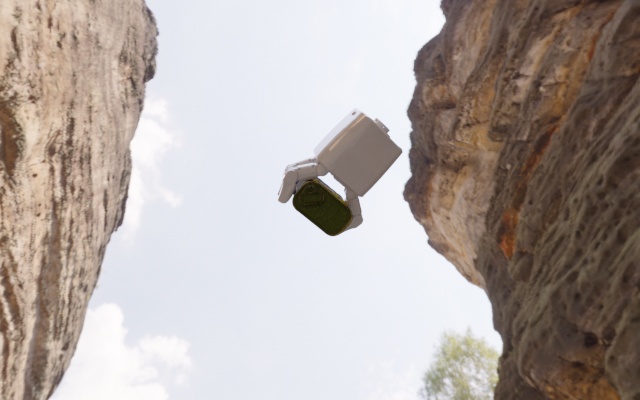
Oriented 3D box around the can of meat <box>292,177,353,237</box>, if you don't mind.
[{"bbox_3d":[0.000,0.003,0.806,0.102,0.057,0.084,39,10,-15],"label":"can of meat"}]
